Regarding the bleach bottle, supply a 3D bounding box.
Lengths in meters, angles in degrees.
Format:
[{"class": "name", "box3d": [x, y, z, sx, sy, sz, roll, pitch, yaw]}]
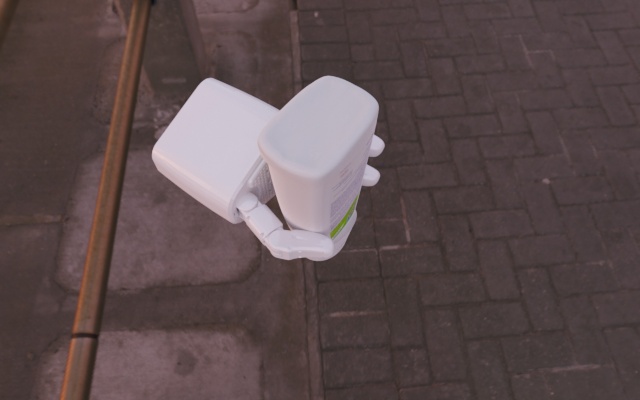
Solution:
[{"class": "bleach bottle", "box3d": [0.000, 0.001, 0.470, 0.068, 0.102, 0.251, 33, -25, 17]}]
